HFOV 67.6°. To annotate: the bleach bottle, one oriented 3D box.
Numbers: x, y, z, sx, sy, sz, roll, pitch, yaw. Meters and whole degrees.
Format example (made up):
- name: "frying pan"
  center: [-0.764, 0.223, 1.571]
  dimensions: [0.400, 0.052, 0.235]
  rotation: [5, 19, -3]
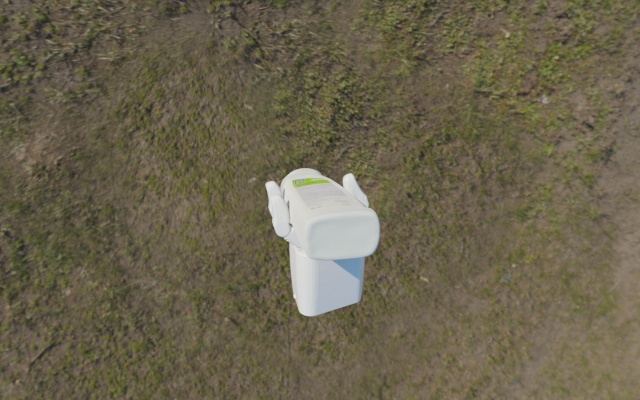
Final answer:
- name: "bleach bottle"
  center: [0.000, 0.002, 0.700]
  dimensions: [0.102, 0.068, 0.250]
  rotation: [-4, 21, -11]
